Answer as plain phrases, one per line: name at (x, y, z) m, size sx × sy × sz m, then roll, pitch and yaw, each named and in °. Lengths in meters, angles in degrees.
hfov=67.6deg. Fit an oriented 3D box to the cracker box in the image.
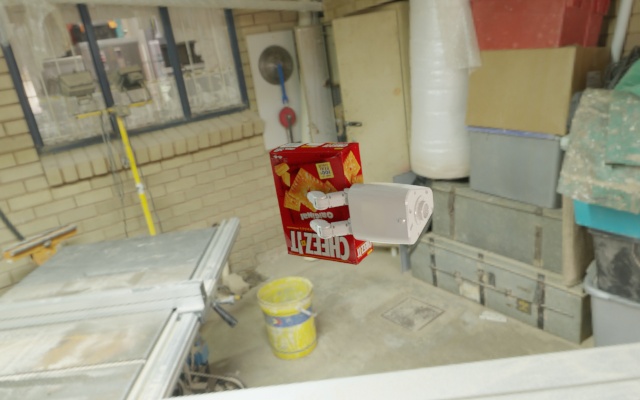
cracker box at (0.000, 0.003, 0.885) m, size 0.164 × 0.214 × 0.072 m, roll 4°, pitch 22°, yaw 35°
